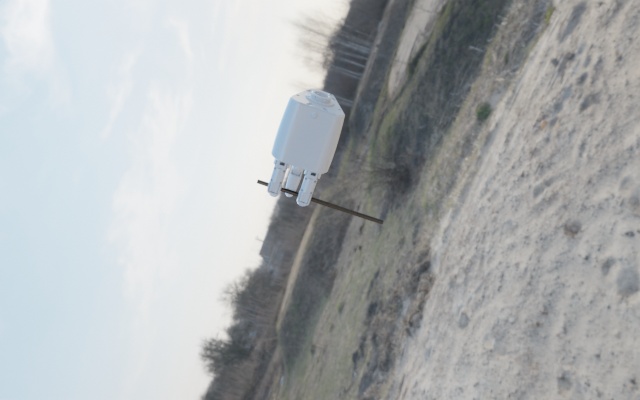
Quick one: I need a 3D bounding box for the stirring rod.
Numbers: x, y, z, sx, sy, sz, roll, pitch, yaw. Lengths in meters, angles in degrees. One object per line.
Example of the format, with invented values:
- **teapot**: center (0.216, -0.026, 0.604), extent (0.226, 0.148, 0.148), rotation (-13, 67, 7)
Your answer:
- **stirring rod**: center (0.000, 0.003, 0.868), extent (0.239, 0.011, 0.011), rotation (18, -1, -3)
